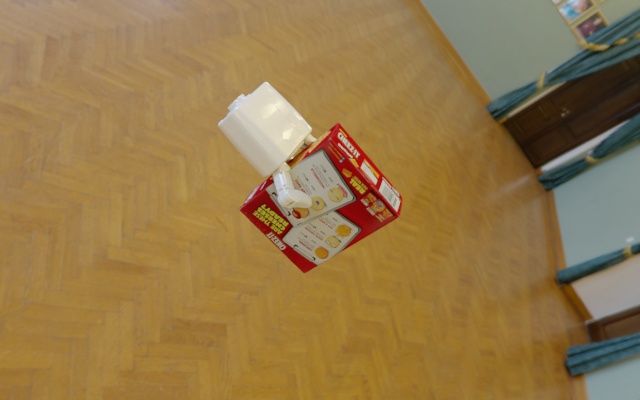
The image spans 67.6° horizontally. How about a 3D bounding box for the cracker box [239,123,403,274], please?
[{"bbox_3d":[0.000,0.003,0.778,0.214,0.164,0.072,-35,16,32],"label":"cracker box"}]
